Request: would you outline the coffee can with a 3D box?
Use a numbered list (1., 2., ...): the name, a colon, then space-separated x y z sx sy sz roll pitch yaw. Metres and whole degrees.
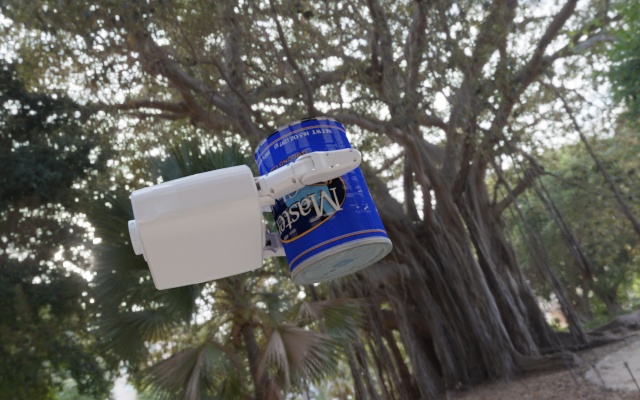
1. coffee can: 0.000 0.002 0.487 0.103 0.140 0.103 -17 -21 -7
